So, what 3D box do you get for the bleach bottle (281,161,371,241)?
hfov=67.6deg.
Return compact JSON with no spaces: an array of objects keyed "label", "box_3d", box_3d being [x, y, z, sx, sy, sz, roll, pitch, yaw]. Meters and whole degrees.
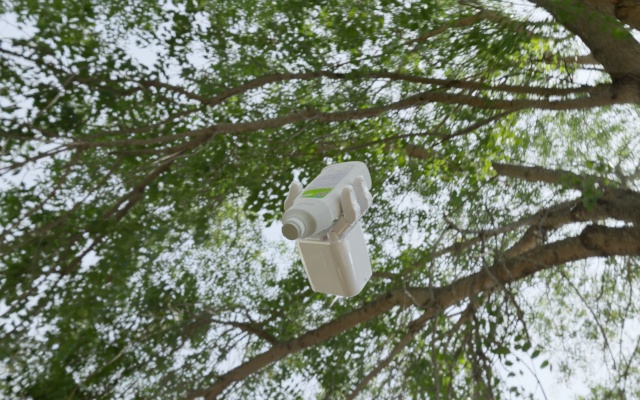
[{"label":"bleach bottle","box_3d":[0.000,0.003,0.803,0.102,0.068,0.250,-10,16,29]}]
